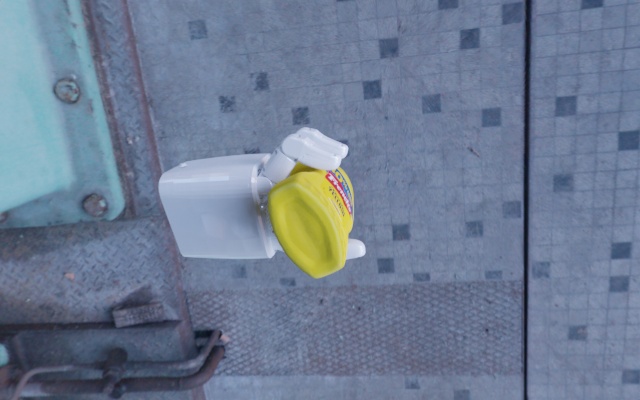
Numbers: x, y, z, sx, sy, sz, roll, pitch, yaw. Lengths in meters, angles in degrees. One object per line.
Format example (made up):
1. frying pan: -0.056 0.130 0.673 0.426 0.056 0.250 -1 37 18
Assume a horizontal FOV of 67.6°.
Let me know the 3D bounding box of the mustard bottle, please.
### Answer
1. mustard bottle: 0.000 0.002 0.515 0.058 0.096 0.191 -27 11 15
